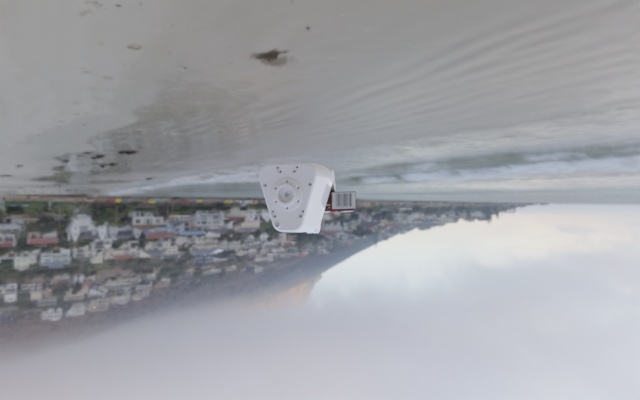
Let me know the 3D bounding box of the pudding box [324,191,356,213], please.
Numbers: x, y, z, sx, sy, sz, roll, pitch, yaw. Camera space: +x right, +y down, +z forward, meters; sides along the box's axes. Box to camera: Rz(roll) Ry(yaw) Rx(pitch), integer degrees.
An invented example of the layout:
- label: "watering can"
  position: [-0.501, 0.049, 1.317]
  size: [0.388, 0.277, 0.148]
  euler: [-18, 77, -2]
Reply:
- label: "pudding box"
  position: [0.000, 0.003, 0.893]
  size: [0.113, 0.039, 0.090]
  euler: [1, -1, -15]
